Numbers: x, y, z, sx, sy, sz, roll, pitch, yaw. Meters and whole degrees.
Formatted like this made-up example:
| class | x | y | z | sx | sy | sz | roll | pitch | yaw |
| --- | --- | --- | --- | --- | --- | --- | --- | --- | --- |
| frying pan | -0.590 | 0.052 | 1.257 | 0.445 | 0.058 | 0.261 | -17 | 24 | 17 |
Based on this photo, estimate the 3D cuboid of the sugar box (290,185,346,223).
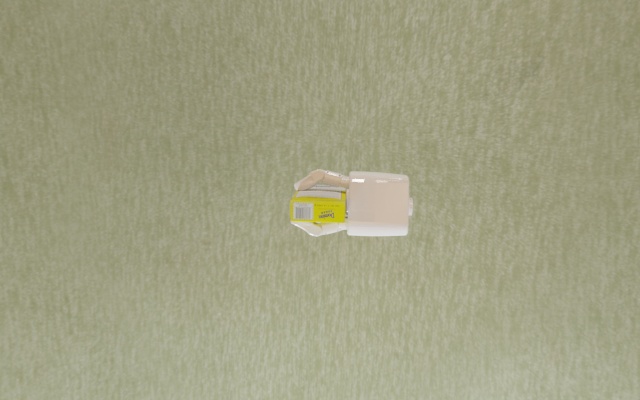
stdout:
| class | x | y | z | sx | sy | sz | roll | pitch | yaw |
| --- | --- | --- | --- | --- | --- | --- | --- | --- | --- |
| sugar box | 0.000 | 0.003 | 0.871 | 0.093 | 0.048 | 0.176 | 3 | 7 | 3 |
